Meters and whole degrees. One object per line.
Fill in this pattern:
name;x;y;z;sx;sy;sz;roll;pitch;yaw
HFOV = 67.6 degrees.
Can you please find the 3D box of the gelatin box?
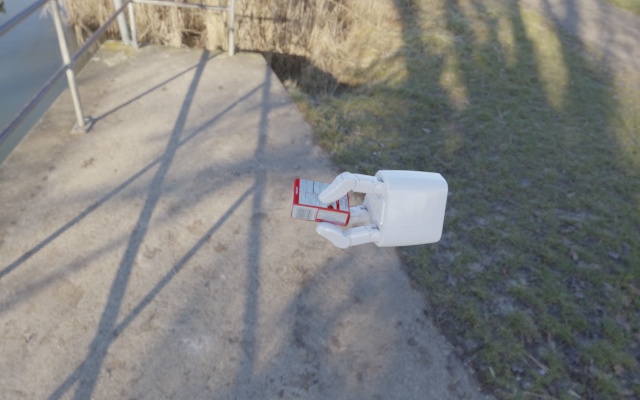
gelatin box;0.000;0.002;0.742;0.089;0.030;0.073;9;35;-7
